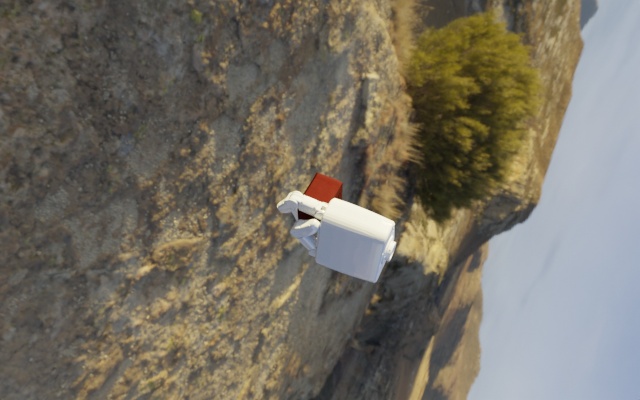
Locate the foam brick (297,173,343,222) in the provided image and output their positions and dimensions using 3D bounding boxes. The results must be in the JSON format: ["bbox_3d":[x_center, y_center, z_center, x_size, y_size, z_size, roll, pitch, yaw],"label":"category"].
[{"bbox_3d":[0.000,0.002,0.812,0.051,0.078,0.053,19,-35,16],"label":"foam brick"}]
